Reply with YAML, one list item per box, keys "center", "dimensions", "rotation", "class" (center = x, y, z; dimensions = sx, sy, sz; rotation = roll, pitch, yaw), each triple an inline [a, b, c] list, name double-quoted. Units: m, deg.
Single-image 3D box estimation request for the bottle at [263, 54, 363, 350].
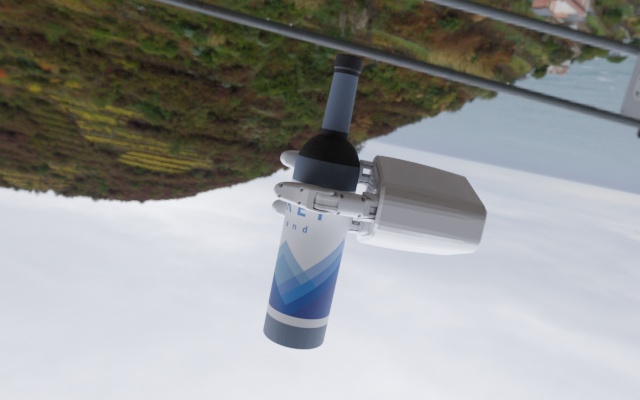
- center: [0.000, 0.002, 0.491]
  dimensions: [0.069, 0.296, 0.069]
  rotation: [11, 8, -2]
  class: "bottle"
